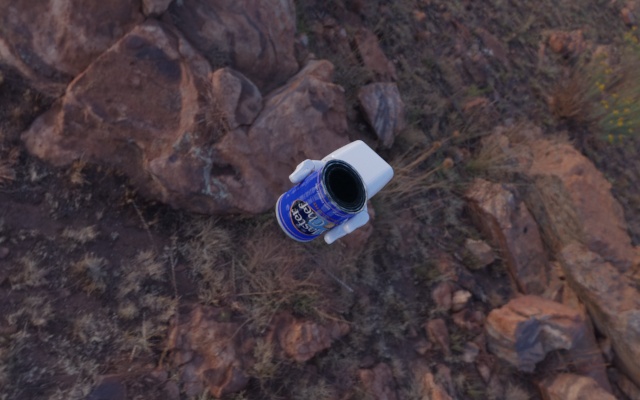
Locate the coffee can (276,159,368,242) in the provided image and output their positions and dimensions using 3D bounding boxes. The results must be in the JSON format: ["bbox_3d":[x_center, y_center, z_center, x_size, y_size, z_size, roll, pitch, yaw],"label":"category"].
[{"bbox_3d":[0.000,0.003,0.856,0.103,0.102,0.140,0,-23,-41],"label":"coffee can"}]
